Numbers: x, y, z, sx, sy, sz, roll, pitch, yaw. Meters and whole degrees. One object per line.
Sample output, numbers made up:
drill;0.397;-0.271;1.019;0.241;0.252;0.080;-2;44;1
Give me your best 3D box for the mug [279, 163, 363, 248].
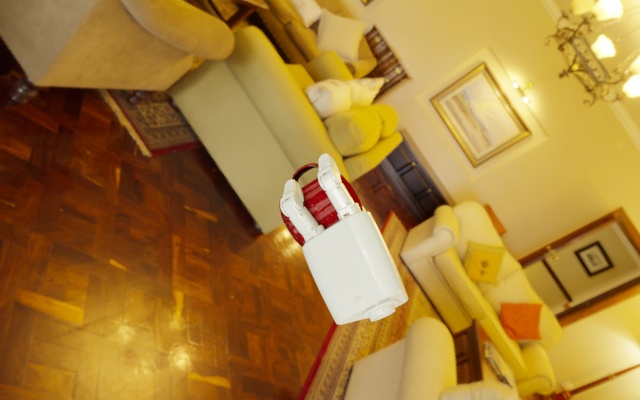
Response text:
mug;0.000;0.001;0.651;0.081;0.117;0.093;-32;-24;21
